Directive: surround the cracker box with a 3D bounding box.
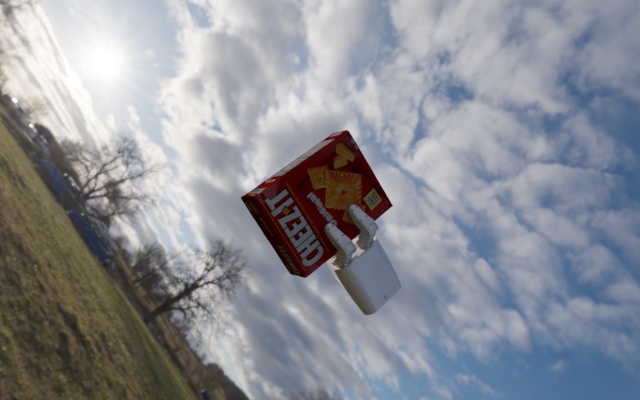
[{"bbox_3d":[0.000,0.003,0.821,0.213,0.164,0.072,-37,15,-23],"label":"cracker box"}]
